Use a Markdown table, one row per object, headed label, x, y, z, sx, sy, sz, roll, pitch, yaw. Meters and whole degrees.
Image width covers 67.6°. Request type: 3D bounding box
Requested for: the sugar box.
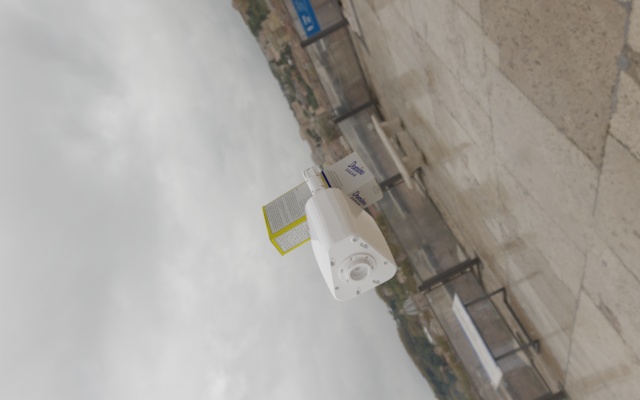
| label | x | y | z | sx | sy | sz | roll | pitch | yaw |
| --- | --- | --- | --- | --- | --- | --- | --- | --- | --- |
| sugar box | 0.000 | 0.003 | 0.722 | 0.176 | 0.048 | 0.093 | -28 | 35 | 3 |
